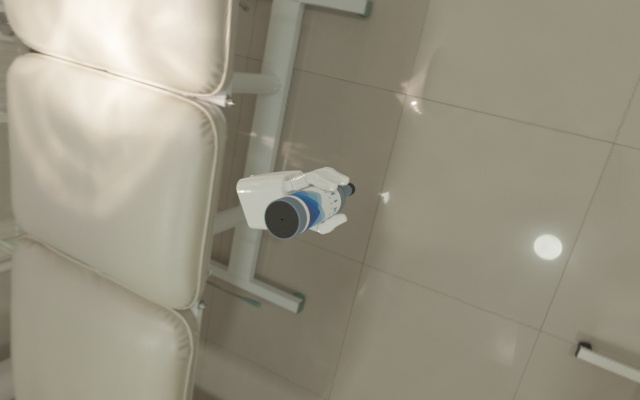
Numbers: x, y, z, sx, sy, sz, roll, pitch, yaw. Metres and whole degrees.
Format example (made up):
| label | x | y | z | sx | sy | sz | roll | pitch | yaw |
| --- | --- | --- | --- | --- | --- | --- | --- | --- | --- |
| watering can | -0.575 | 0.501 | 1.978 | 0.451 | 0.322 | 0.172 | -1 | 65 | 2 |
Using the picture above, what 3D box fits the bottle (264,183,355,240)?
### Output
| label | x | y | z | sx | sy | sz | roll | pitch | yaw |
| --- | --- | --- | --- | --- | --- | --- | --- | --- | --- |
| bottle | 0.000 | 0.003 | 0.890 | 0.069 | 0.069 | 0.295 | 0 | 11 | 25 |
